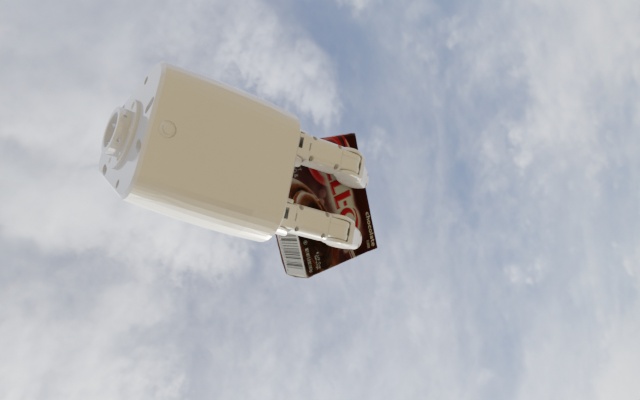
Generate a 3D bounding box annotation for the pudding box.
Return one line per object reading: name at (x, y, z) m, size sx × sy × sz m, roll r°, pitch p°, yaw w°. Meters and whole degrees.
pudding box at (0.000, 0.001, 0.424) m, size 0.090 × 0.113 × 0.039 m, roll -17°, pitch 10°, yaw -40°
